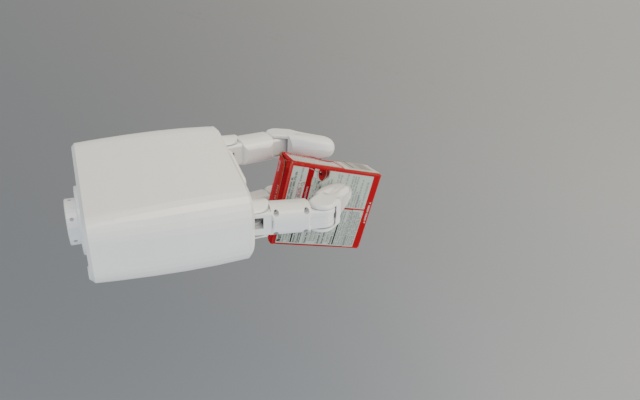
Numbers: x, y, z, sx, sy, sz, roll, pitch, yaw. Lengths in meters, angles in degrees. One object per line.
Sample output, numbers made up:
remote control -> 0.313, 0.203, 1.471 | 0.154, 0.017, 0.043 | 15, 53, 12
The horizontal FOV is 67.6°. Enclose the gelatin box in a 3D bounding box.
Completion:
gelatin box -> 0.001, 0.002, 0.413 | 0.089, 0.073, 0.030 | 6, 20, -27
